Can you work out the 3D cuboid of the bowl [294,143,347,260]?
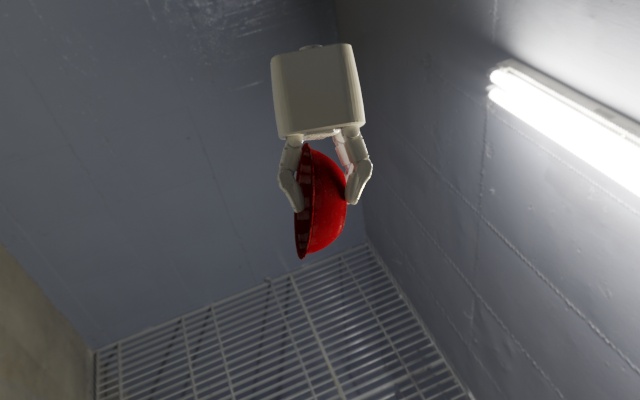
[{"bbox_3d":[0.000,0.003,0.666,0.055,0.162,0.162,3,-1,-11],"label":"bowl"}]
